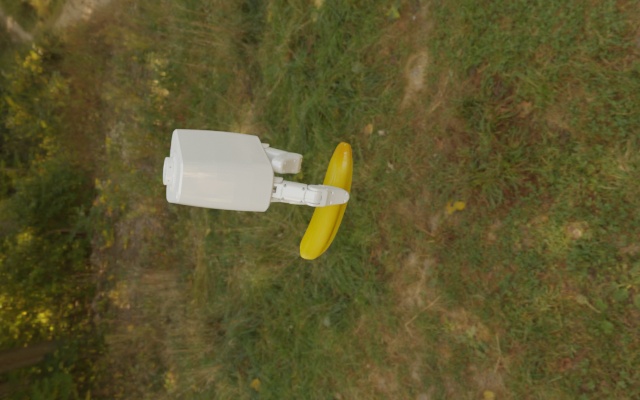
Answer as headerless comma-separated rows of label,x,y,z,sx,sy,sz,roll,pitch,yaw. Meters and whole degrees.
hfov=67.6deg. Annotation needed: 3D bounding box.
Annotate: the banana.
banana,0.004,0.017,0.646,0.037,0.198,0.069,4,40,-25
